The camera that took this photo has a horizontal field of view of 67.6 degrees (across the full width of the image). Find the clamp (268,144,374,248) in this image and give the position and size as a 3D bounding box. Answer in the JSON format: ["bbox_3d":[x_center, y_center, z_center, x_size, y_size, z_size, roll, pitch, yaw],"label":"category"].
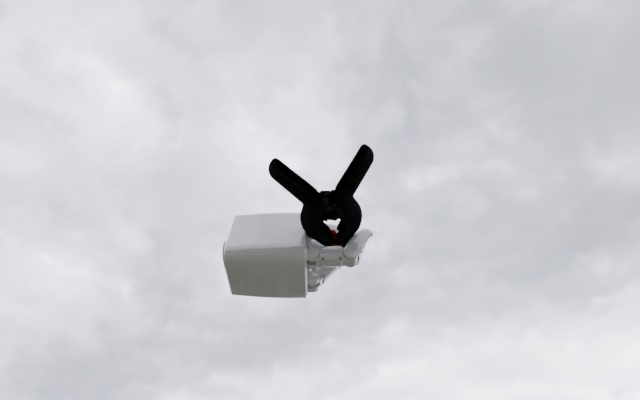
[{"bbox_3d":[0.000,0.002,0.592,0.120,0.172,0.039,2,43,1],"label":"clamp"}]
